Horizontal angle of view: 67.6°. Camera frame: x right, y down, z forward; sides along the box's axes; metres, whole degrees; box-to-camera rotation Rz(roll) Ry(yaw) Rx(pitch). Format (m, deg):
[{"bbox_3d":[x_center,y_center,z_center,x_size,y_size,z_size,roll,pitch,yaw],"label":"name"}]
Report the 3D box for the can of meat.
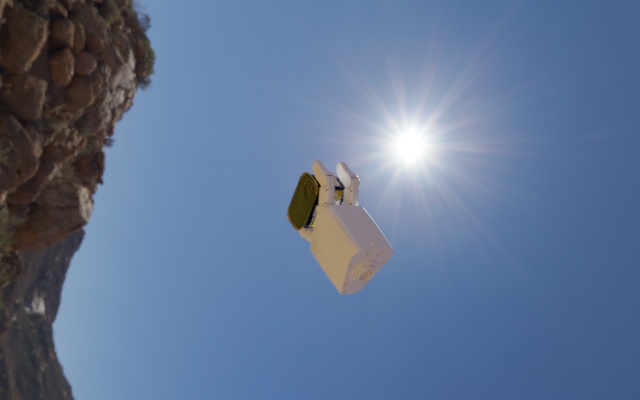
[{"bbox_3d":[0.000,0.003,0.851,0.084,0.102,0.057,2,33,-36],"label":"can of meat"}]
